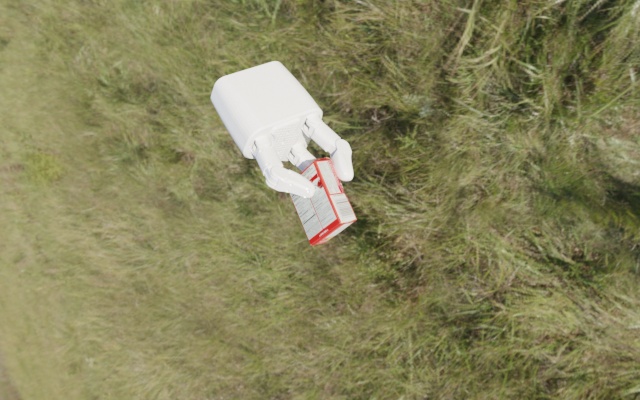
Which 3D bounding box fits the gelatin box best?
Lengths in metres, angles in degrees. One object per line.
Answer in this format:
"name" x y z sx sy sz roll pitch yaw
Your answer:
"gelatin box" 0.000 0.002 0.602 0.030 0.089 0.073 -10 -20 -38
